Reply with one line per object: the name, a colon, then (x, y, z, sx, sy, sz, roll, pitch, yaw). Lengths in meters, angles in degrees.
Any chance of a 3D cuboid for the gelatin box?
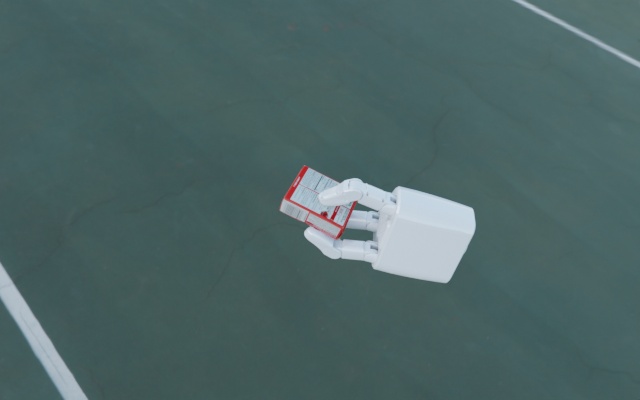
gelatin box: (0.000, 0.002, 0.639, 0.089, 0.073, 0.030, 27, -43, 1)
